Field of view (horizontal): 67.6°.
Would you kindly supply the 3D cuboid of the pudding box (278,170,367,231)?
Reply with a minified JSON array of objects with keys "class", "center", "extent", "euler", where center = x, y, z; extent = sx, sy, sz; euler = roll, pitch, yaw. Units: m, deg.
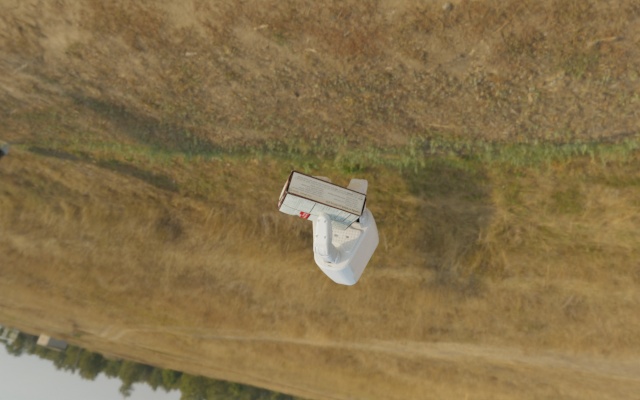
[{"class":"pudding box","center":[0.000,0.002,0.688],"extent":[0.113,0.039,0.090],"euler":[17,-20,-8]}]
